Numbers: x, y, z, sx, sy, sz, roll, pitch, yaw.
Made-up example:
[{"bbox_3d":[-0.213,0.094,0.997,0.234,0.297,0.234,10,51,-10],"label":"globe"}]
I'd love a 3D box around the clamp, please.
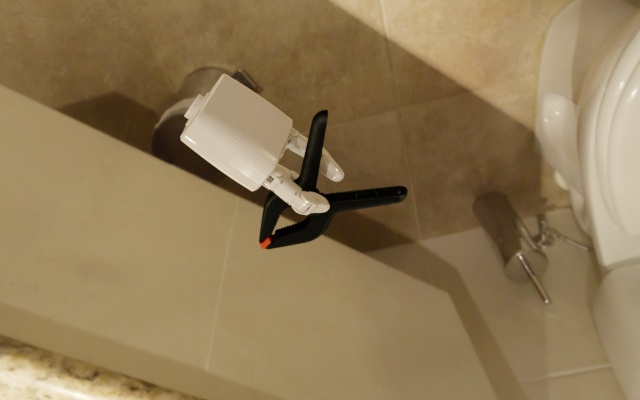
[{"bbox_3d":[0.000,0.003,0.640,0.164,0.210,0.036,35,25,-18],"label":"clamp"}]
